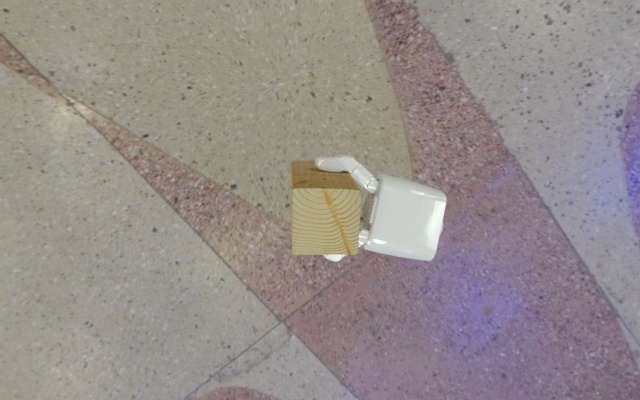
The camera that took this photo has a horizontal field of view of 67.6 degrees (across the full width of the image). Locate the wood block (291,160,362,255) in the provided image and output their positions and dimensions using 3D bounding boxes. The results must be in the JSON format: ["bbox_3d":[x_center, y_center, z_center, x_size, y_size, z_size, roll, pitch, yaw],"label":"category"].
[{"bbox_3d":[0.001,0.002,0.712,0.090,0.091,0.206,1,14,-4],"label":"wood block"}]
